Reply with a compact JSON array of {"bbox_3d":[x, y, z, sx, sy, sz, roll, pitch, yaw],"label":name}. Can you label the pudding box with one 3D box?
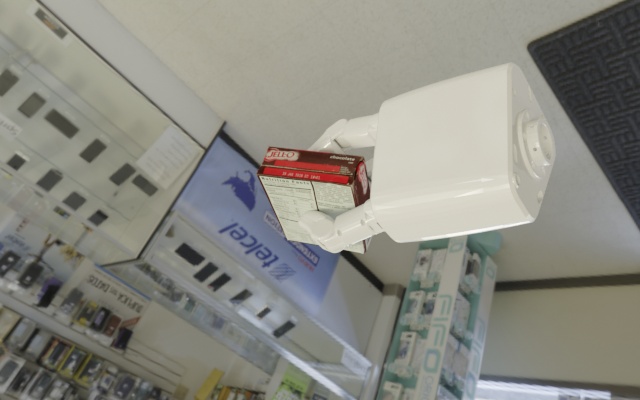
[{"bbox_3d":[0.000,0.002,0.448,0.090,0.039,0.114,9,-36,19],"label":"pudding box"}]
